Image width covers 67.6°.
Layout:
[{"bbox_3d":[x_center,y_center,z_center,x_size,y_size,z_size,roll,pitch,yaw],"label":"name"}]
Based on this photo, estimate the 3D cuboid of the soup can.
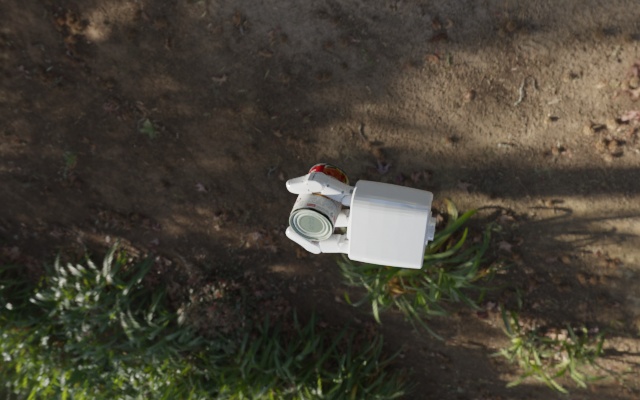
[{"bbox_3d":[0.000,0.002,0.710,0.068,0.069,0.102,0,43,22],"label":"soup can"}]
